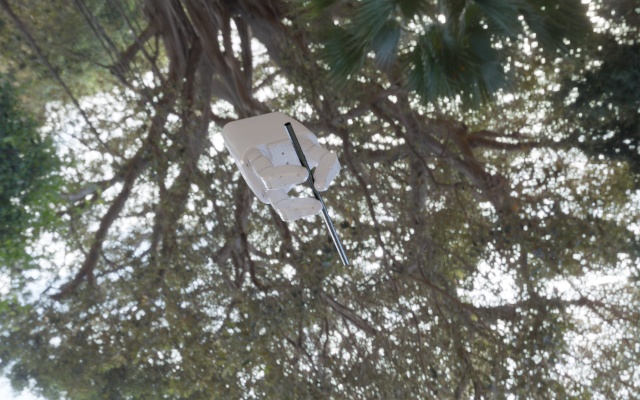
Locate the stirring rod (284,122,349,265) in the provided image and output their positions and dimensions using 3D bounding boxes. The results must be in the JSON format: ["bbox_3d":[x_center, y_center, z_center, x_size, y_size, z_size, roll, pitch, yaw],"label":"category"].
[{"bbox_3d":[0.000,0.002,0.610,0.011,0.240,0.011,-14,38,11],"label":"stirring rod"}]
